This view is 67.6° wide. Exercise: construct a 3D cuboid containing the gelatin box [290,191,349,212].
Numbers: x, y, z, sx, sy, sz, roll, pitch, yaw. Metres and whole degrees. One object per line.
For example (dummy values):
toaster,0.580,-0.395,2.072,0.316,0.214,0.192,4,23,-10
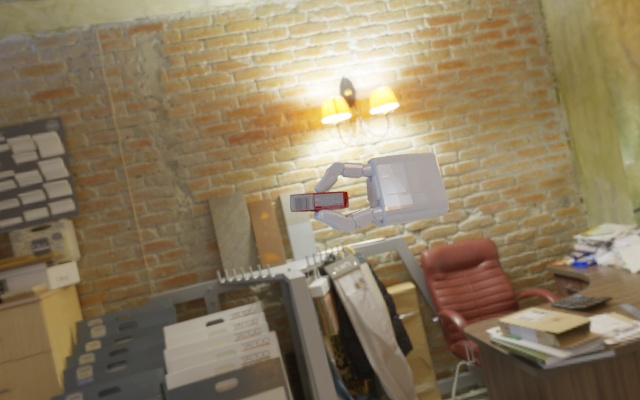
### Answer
gelatin box,0.000,0.002,0.770,0.089,0.030,0.073,-4,0,6
